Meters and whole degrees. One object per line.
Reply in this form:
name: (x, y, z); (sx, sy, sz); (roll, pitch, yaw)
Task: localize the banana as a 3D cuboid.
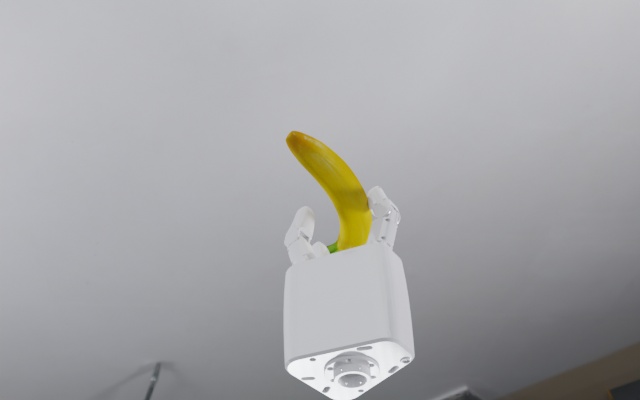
banana: (0.019, 0.001, 0.534); (0.069, 0.198, 0.037); (-8, 43, 10)
